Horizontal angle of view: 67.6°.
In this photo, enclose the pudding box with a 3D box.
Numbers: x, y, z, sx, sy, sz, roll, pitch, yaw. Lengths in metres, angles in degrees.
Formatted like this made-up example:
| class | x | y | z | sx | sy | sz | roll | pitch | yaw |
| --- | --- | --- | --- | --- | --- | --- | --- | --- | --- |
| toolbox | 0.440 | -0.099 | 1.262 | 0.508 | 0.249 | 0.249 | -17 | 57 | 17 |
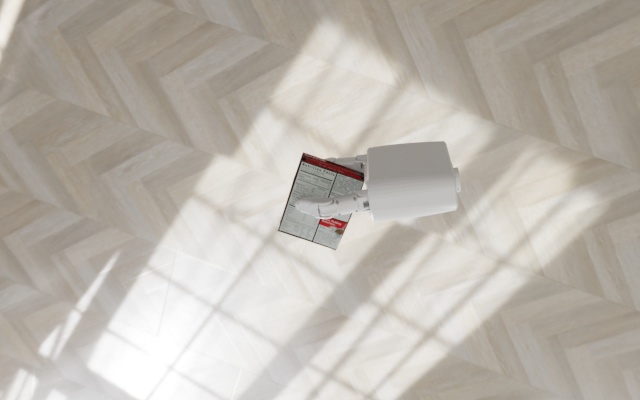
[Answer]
| class | x | y | z | sx | sy | sz | roll | pitch | yaw |
| --- | --- | --- | --- | --- | --- | --- | --- | --- | --- |
| pudding box | 0.000 | 0.002 | 0.647 | 0.090 | 0.113 | 0.039 | 19 | 20 | -2 |
